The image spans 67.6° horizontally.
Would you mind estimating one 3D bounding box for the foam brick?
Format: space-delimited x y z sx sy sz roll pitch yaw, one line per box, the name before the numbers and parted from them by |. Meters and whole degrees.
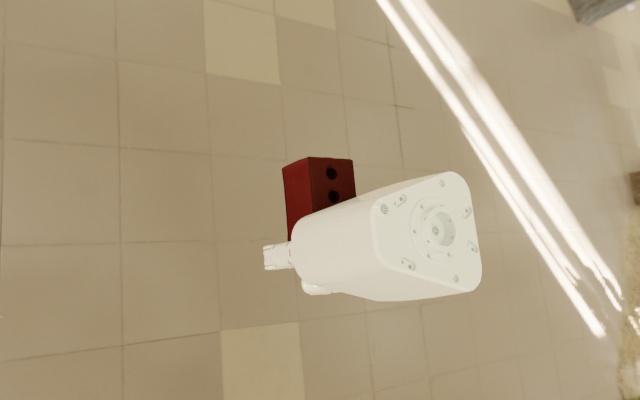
foam brick | 0.000 0.001 0.454 0.053 0.078 0.051 0 -12 -33
